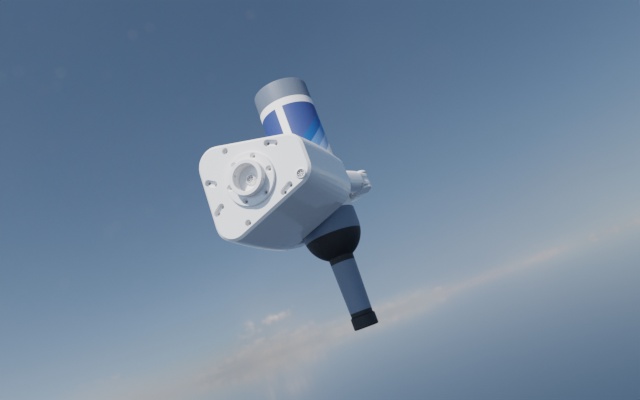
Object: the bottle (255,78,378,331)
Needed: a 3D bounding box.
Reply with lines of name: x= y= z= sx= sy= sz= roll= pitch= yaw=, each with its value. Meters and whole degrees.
bottle: x=0.000 y=0.002 z=0.548 sx=0.069 sy=0.295 sz=0.069 roll=-19 pitch=-15 yaw=-5
